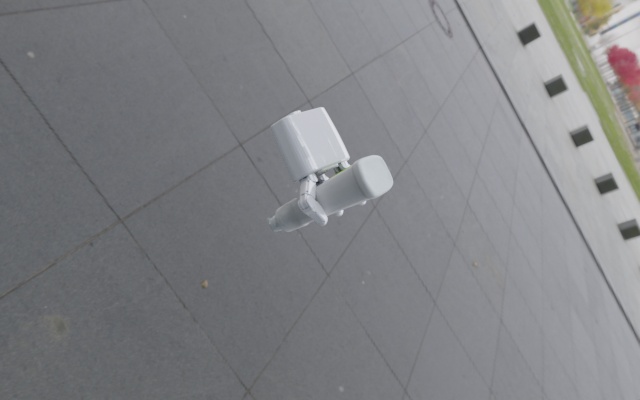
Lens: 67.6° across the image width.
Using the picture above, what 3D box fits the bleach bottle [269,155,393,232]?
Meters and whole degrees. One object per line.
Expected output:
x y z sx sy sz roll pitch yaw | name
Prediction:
0.000 0.003 0.844 0.251 0.068 0.102 -26 -1 33 | bleach bottle
